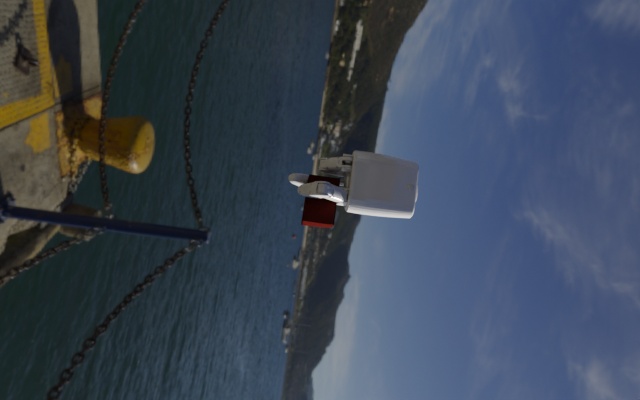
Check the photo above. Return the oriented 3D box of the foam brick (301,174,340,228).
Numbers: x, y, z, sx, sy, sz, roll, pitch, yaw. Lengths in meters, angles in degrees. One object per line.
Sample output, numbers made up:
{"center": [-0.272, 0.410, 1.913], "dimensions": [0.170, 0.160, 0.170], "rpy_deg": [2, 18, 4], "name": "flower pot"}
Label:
{"center": [0.000, 0.003, 0.772], "dimensions": [0.051, 0.078, 0.053], "rpy_deg": [9, -9, -3], "name": "foam brick"}
